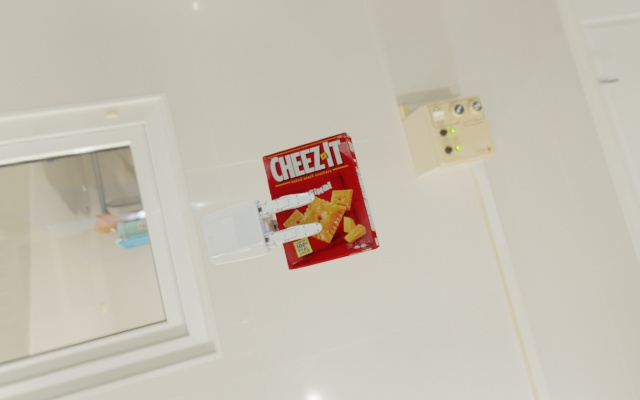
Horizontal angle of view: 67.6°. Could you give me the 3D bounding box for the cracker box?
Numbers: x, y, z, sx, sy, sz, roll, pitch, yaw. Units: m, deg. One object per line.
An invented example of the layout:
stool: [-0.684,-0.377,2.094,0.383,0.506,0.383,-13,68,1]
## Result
cracker box: [0.000,0.003,0.867,0.164,0.213,0.072,-15,-7,10]
